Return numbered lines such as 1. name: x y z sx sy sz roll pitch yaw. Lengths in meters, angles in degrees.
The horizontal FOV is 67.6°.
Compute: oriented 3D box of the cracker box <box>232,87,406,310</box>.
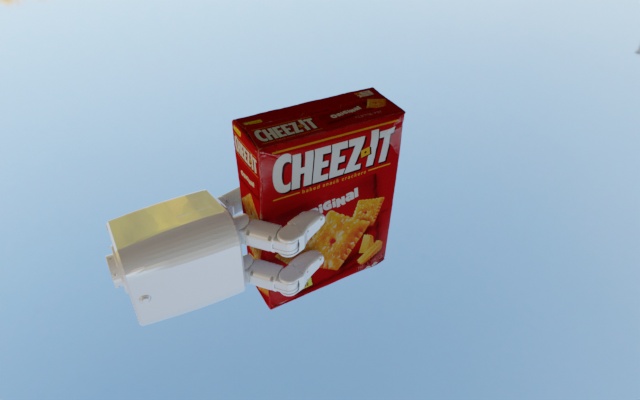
1. cracker box: 0.000 0.002 0.524 0.164 0.214 0.072 -19 43 -24
